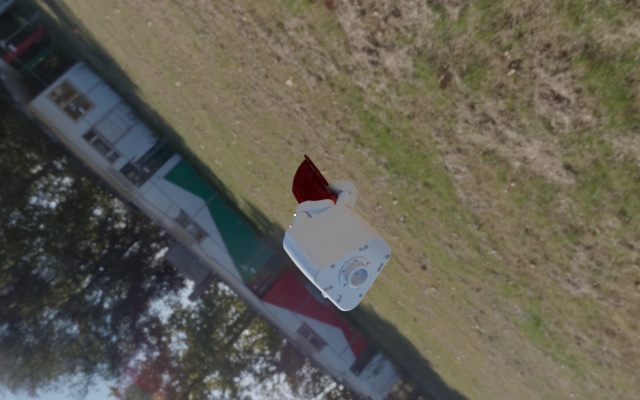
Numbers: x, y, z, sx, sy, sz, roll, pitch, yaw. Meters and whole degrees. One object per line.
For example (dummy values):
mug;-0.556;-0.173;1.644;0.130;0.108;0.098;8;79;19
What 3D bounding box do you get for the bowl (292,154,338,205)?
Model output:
bowl;0.000;0.002;0.802;0.055;0.162;0.162;-35;-3;4
